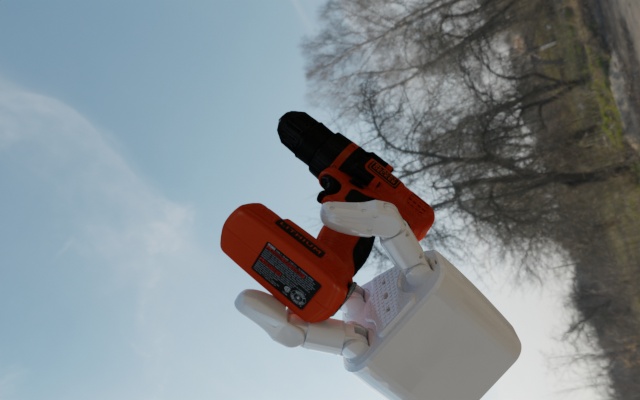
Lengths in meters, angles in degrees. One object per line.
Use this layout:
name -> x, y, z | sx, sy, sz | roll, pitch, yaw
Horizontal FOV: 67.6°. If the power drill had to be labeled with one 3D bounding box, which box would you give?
power drill -> 0.000, 0.002, 0.418 | 0.184, 0.057, 0.187 | 38, 40, 9
